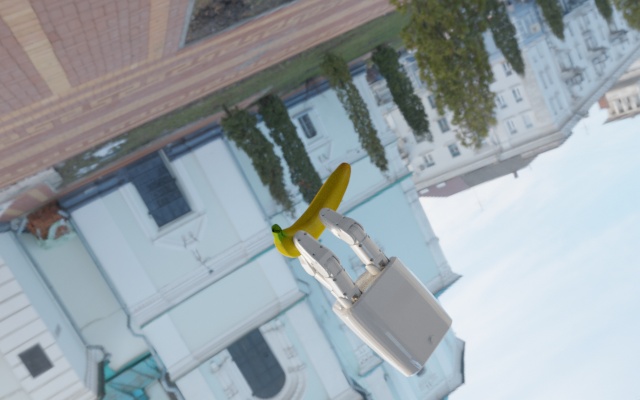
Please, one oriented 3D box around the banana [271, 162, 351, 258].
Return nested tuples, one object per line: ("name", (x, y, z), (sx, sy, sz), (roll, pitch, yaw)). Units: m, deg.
("banana", (-0.007, 0.018, 0.605), (0.037, 0.070, 0.197), (28, 36, 11))
